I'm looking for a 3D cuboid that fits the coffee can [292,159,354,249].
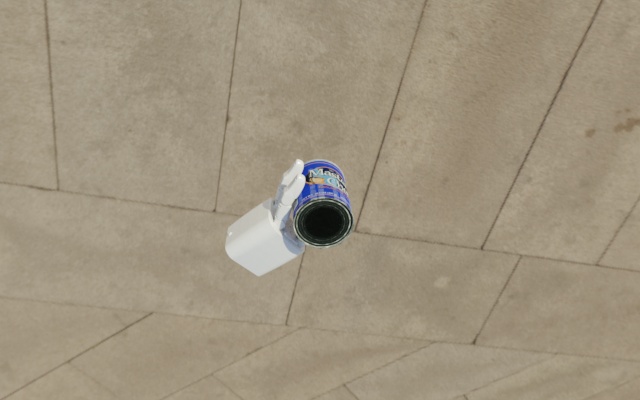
[{"bbox_3d":[0.000,0.003,0.848,0.103,0.103,0.140,0,31,-5],"label":"coffee can"}]
